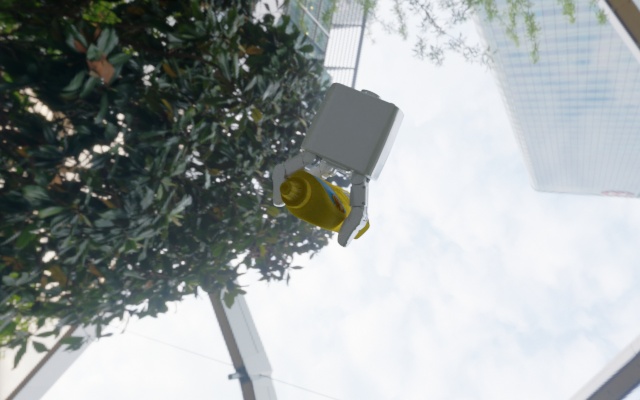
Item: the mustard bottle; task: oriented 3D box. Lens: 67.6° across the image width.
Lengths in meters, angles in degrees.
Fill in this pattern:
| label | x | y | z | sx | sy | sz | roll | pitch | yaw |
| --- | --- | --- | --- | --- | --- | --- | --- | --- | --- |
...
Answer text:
| label | x | y | z | sx | sy | sz | roll | pitch | yaw |
| --- | --- | --- | --- | --- | --- | --- | --- | --- | --- |
| mustard bottle | 0.000 | 0.003 | 0.680 | 0.058 | 0.096 | 0.192 | -44 | -27 | 12 |
